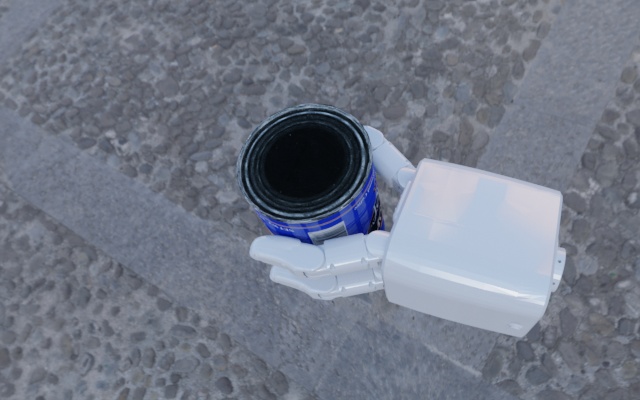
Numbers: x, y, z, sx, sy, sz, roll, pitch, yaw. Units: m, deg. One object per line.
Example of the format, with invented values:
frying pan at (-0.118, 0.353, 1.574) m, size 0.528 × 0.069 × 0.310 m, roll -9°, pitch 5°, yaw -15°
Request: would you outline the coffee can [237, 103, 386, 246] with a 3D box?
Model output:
coffee can at (0.000, 0.001, 0.410) m, size 0.103 × 0.102 × 0.140 m, roll 0°, pitch -27°, yaw 12°
